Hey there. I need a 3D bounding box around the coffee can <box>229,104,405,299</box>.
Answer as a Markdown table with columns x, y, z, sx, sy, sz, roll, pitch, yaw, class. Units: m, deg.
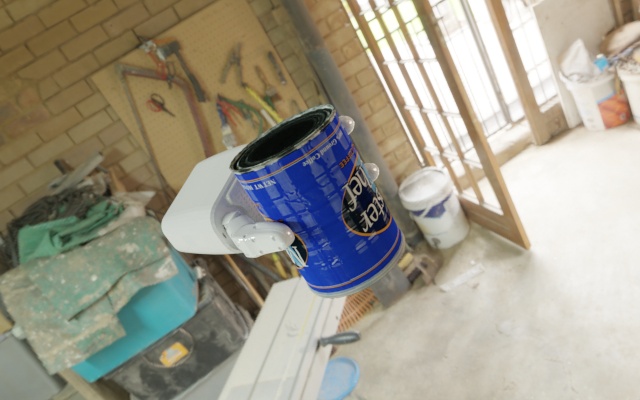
| x | y | z | sx | sy | sz | roll | pitch | yaw | class |
| --- | --- | --- | --- | --- | --- | --- | --- | --- | --- |
| 0.000 | 0.002 | 0.427 | 0.103 | 0.140 | 0.102 | -26 | 23 | 12 | coffee can |
